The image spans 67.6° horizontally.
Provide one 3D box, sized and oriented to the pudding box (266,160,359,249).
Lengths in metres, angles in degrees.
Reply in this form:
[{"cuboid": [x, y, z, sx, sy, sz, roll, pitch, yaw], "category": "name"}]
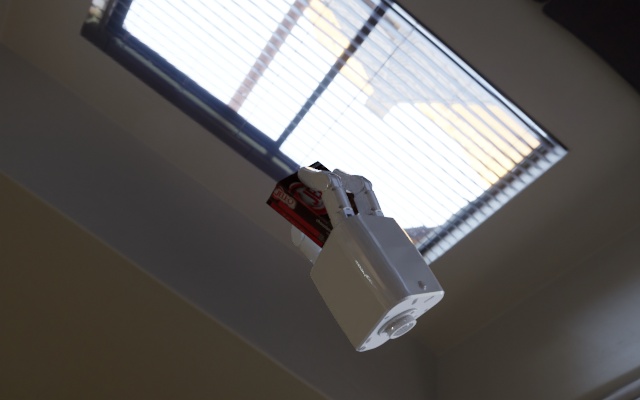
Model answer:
[{"cuboid": [0.000, 0.002, 0.582, 0.090, 0.039, 0.113, 39, 27, 8], "category": "pudding box"}]
